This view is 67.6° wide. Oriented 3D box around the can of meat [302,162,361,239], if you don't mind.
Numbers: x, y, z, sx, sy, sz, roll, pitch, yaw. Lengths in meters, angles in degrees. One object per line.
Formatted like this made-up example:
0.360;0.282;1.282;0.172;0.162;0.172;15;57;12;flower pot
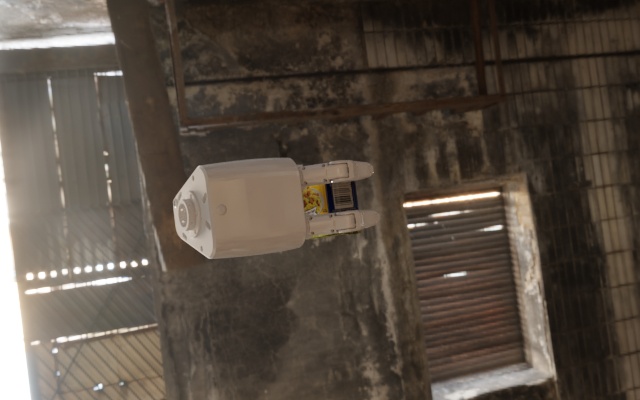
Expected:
0.000;0.002;0.575;0.057;0.084;0.102;-6;-2;-39;can of meat
